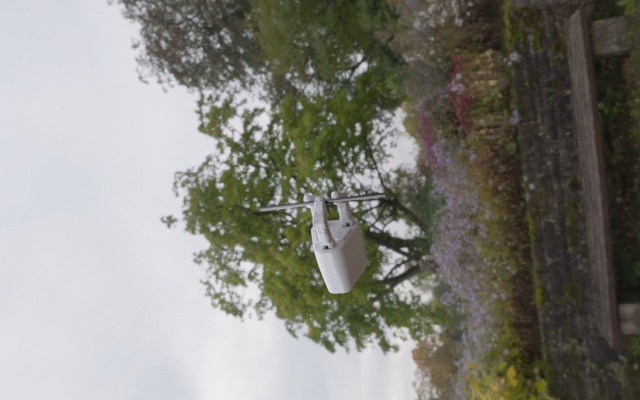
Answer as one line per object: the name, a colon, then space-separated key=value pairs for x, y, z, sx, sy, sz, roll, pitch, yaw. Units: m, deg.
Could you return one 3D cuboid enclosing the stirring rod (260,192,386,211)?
stirring rod: x=0.000 y=0.003 z=0.879 sx=0.239 sy=0.011 sz=0.011 roll=-7 pitch=-2 yaw=17
